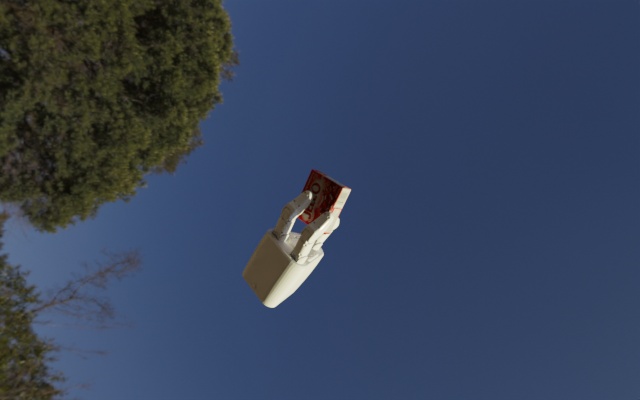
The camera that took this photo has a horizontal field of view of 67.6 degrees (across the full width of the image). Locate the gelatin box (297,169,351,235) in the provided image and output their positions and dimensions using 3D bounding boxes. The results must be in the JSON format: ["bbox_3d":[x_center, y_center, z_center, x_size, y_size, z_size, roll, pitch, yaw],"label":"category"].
[{"bbox_3d":[0.001,0.002,0.812,0.073,0.089,0.030,33,14,32],"label":"gelatin box"}]
